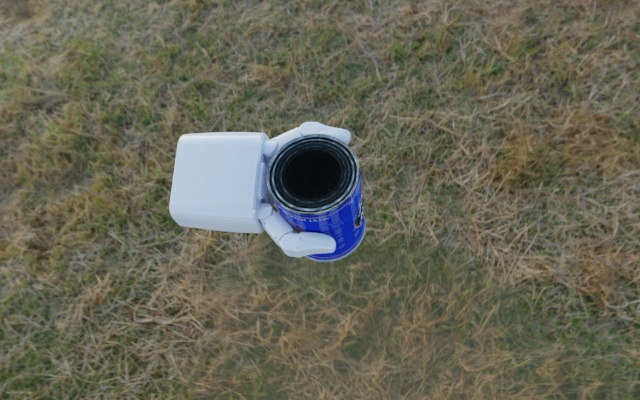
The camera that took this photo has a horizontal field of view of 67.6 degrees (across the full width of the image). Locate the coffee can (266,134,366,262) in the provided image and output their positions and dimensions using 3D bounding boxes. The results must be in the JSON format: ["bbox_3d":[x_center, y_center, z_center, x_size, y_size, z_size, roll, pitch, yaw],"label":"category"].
[{"bbox_3d":[0.000,0.002,0.577,0.103,0.102,0.140,0,-28,8],"label":"coffee can"}]
